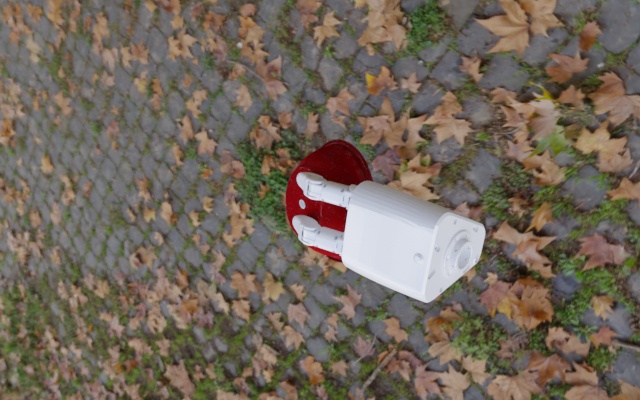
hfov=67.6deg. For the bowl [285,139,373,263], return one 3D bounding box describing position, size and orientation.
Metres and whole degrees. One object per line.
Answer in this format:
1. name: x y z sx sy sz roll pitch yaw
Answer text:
1. bowl: -0.001 0.002 0.614 0.055 0.162 0.162 -3 2 -32
